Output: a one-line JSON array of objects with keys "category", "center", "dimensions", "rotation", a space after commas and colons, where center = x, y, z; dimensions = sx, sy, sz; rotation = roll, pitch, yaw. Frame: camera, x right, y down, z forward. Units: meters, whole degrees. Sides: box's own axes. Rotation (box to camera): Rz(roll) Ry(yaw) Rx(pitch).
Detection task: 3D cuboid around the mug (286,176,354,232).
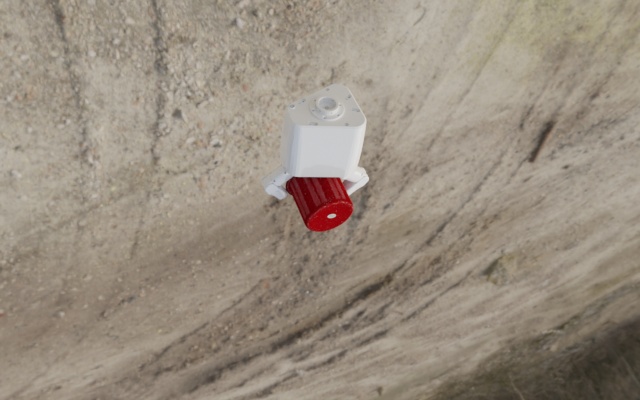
[{"category": "mug", "center": [0.000, 0.004, 0.768], "dimensions": [0.093, 0.081, 0.117], "rotation": [-15, -32, -16]}]
